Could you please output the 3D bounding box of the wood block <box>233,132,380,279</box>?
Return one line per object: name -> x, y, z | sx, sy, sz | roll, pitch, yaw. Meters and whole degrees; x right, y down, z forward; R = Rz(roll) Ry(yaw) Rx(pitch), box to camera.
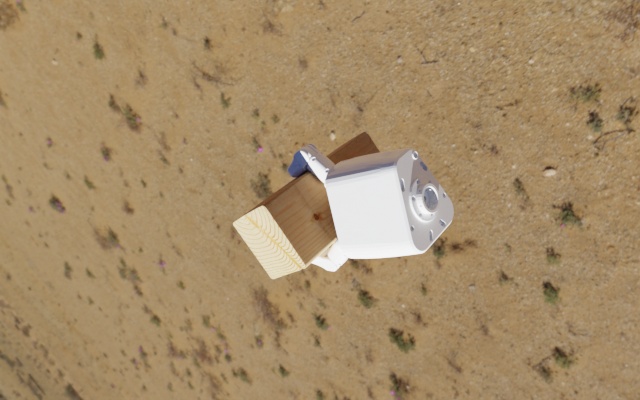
wood block -> 0.000, 0.002, 0.637 | 0.206, 0.091, 0.090 | -38, 7, -38
